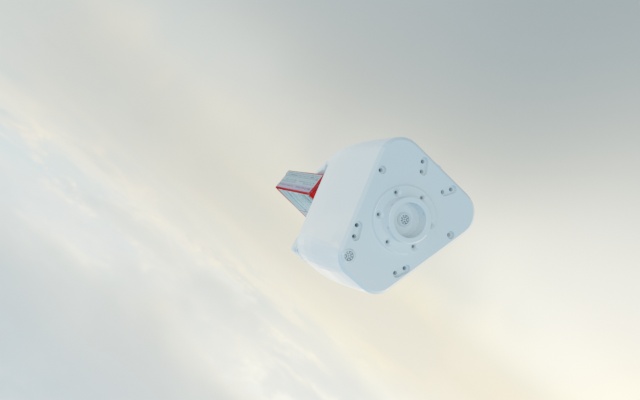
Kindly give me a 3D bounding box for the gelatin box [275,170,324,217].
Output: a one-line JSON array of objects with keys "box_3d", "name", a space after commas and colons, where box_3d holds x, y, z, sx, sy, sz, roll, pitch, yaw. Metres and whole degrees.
[{"box_3d": [0.000, 0.002, 0.522, 0.073, 0.030, 0.089, 45, -16, -25], "name": "gelatin box"}]
